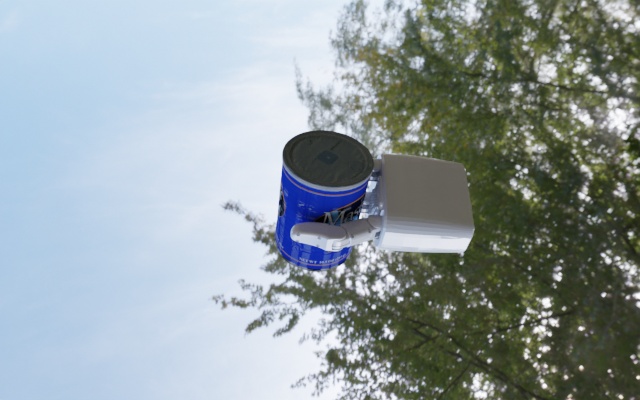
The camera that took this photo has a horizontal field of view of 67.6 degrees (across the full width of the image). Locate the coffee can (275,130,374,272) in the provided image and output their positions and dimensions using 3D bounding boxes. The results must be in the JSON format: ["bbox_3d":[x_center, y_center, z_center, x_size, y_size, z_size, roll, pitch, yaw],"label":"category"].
[{"bbox_3d":[0.000,0.002,0.575,0.103,0.140,0.102,5,43,-5],"label":"coffee can"}]
